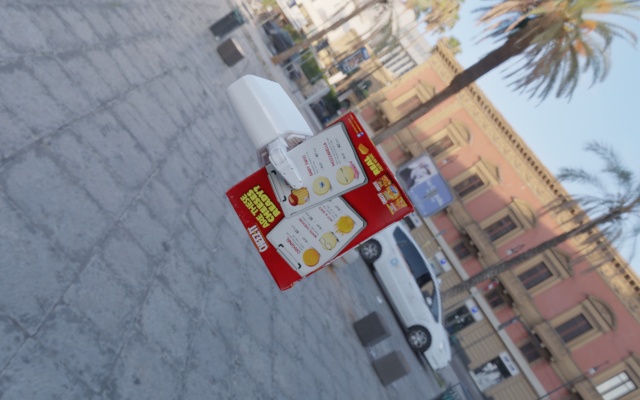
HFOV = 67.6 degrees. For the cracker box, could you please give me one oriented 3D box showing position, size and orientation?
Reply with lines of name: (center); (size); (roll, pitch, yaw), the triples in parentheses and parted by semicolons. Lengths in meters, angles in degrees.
cracker box: (0.000, 0.002, 0.680); (0.214, 0.164, 0.072); (-32, -11, 6)
